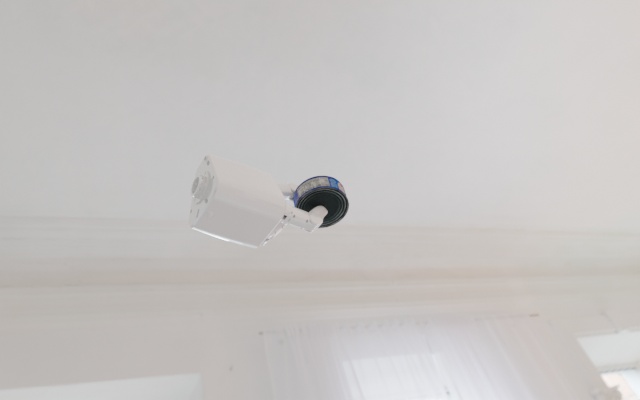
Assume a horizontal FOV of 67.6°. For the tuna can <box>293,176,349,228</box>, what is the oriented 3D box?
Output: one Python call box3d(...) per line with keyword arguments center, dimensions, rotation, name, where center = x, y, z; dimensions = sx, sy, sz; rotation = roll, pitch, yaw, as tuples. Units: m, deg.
box3d(center=(0.000, 0.002, 0.758), dimensions=(0.086, 0.086, 0.033), rotation=(0, 41, -13), name="tuna can")
